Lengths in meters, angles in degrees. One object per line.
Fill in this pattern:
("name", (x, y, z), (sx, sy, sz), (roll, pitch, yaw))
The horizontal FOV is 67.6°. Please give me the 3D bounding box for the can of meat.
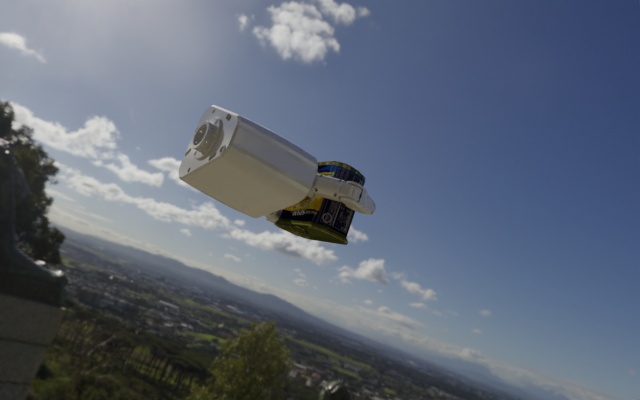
("can of meat", (0.000, 0.002, 0.575), (0.057, 0.084, 0.102), (28, -15, -34))
